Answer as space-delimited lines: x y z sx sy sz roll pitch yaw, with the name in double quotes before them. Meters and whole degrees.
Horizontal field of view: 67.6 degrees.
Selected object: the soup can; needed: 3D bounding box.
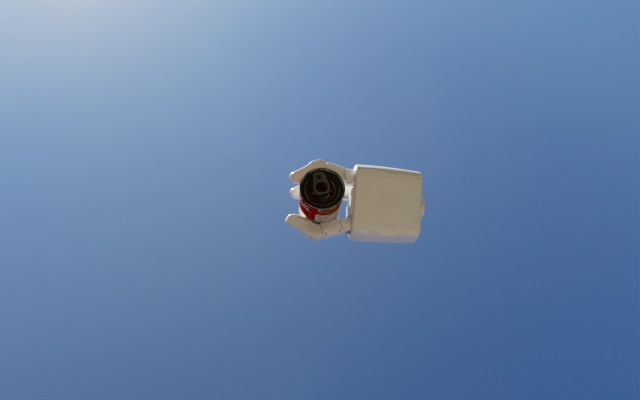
"soup can" 0.000 0.003 0.745 0.068 0.068 0.102 0 -25 -3
